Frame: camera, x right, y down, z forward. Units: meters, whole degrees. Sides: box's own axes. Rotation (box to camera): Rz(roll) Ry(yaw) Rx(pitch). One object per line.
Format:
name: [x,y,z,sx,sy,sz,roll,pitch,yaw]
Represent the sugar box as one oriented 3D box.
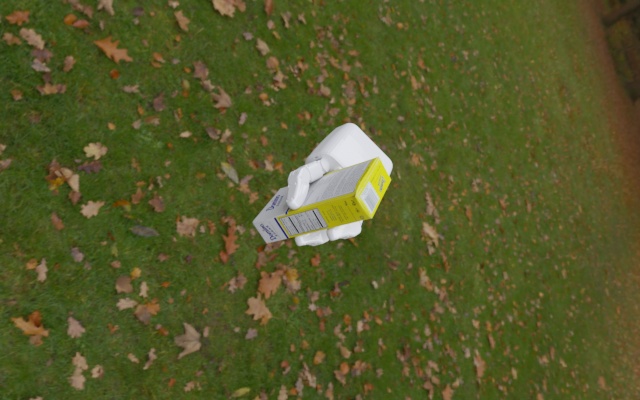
sugar box: [0.001,0.002,0.650,0.176,0.048,0.093,-18,24,36]
